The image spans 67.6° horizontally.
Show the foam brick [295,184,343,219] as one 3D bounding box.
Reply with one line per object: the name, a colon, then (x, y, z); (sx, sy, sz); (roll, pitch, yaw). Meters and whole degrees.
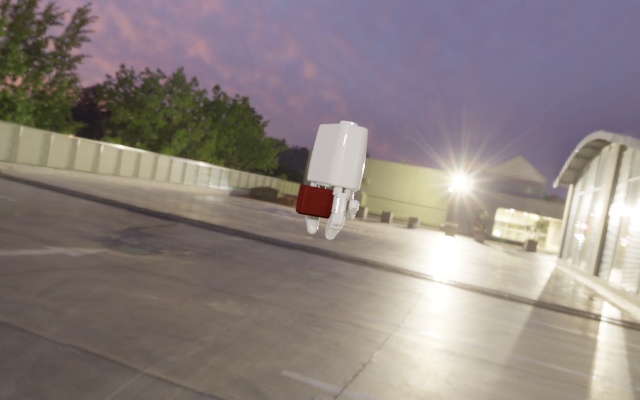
foam brick: (0.000, 0.003, 0.837); (0.078, 0.051, 0.053); (10, 3, -13)
